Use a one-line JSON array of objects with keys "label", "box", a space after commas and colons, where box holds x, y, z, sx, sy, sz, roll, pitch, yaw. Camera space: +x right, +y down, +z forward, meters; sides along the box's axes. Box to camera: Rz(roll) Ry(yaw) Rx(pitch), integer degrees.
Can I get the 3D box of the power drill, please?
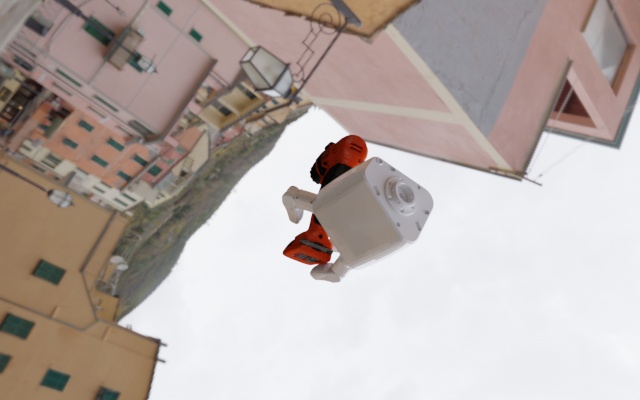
[{"label": "power drill", "box": [0.000, 0.003, 0.730, 0.057, 0.187, 0.184, 21, -15, -11]}]
